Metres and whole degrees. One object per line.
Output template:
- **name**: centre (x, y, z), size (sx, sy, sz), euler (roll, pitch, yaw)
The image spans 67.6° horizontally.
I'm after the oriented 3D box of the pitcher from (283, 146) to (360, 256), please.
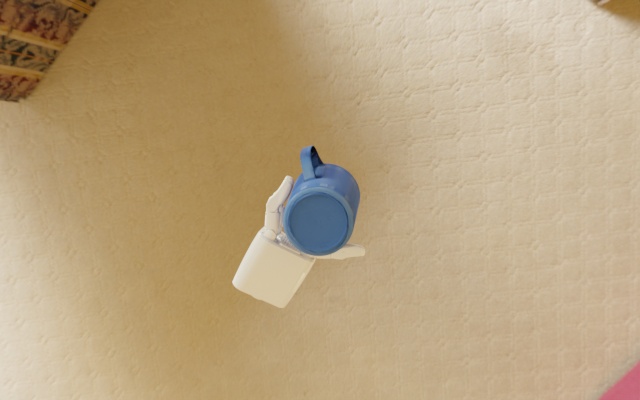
- **pitcher**: centre (0.000, 0.003, 0.822), size (0.149, 0.145, 0.243), euler (29, 10, -2)
